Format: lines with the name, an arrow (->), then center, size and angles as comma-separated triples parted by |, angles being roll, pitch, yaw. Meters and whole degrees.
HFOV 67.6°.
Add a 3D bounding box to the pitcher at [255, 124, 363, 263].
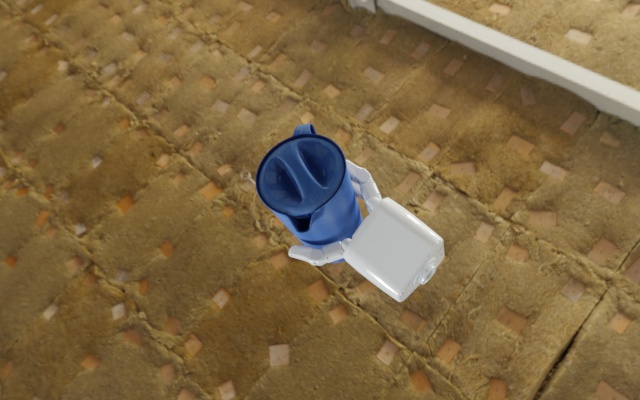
pitcher -> 0.000, 0.003, 0.771 | 0.145, 0.149, 0.243 | 36, -12, 28
